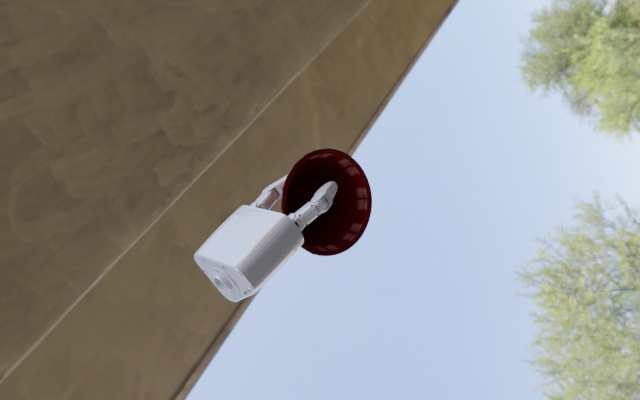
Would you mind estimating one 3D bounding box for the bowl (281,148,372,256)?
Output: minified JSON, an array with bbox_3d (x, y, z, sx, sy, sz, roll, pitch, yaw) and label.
[{"bbox_3d":[0.001,0.002,0.736,0.162,0.162,0.055,0,1,-32],"label":"bowl"}]
